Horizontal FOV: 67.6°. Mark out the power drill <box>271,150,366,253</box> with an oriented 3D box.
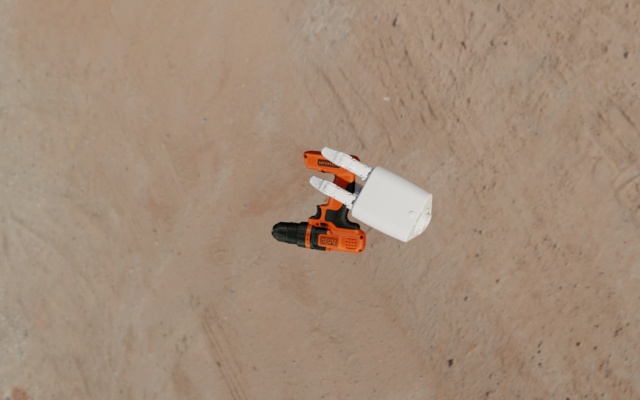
[{"bbox_3d":[0.000,0.003,0.899,0.184,0.188,0.057,6,14,10],"label":"power drill"}]
